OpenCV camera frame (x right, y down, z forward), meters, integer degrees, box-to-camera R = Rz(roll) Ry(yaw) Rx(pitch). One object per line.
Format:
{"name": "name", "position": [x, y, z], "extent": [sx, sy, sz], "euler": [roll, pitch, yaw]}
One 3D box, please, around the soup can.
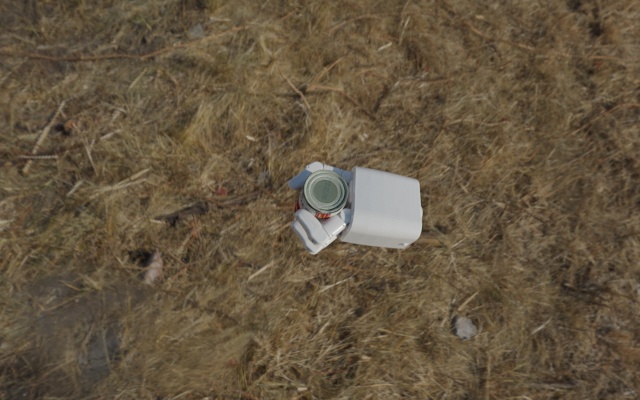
{"name": "soup can", "position": [0.000, 0.002, 0.719], "extent": [0.068, 0.068, 0.102], "euler": [0, -18, -10]}
